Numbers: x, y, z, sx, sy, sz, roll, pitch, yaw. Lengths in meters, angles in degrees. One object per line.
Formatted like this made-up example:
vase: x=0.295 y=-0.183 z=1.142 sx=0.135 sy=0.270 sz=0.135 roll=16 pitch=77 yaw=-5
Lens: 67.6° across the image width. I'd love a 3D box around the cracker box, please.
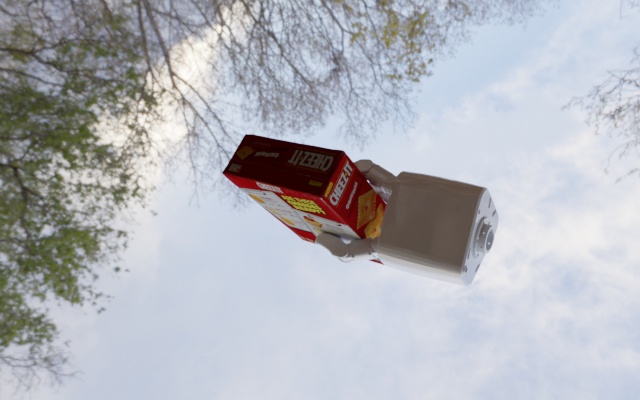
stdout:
cracker box: x=0.000 y=0.002 z=0.643 sx=0.164 sy=0.072 sz=0.214 roll=14 pitch=-20 yaw=36
